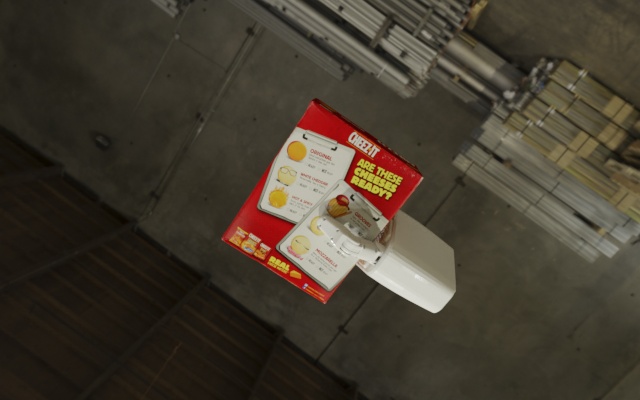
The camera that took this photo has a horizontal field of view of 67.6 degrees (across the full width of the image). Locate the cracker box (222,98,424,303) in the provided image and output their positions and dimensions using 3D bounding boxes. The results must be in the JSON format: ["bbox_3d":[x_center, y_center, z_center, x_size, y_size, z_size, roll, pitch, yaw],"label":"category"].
[{"bbox_3d":[0.000,0.002,0.620,0.164,0.214,0.072,33,16,-8],"label":"cracker box"}]
